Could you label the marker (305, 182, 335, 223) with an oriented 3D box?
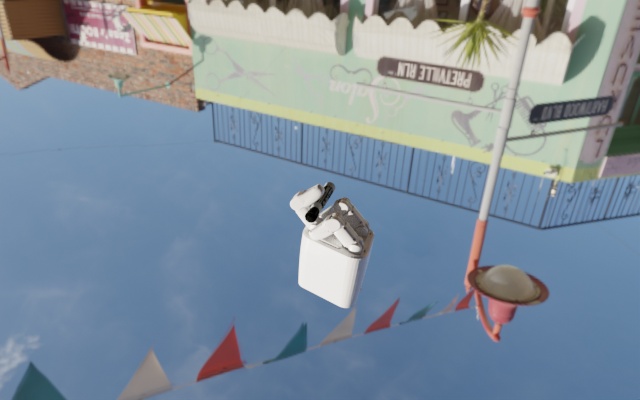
[{"bbox_3d":[0.000,0.002,0.764,0.020,0.020,0.121,0,25,18],"label":"marker"}]
